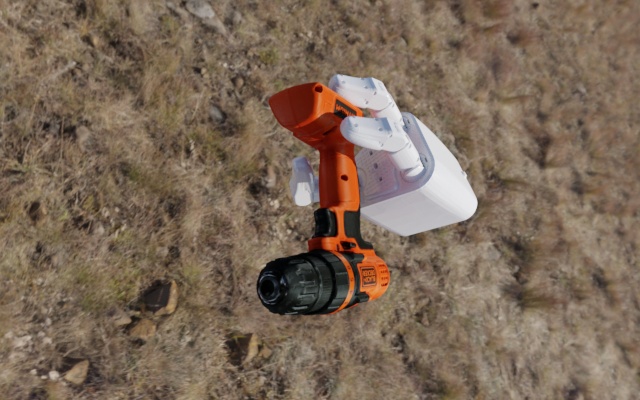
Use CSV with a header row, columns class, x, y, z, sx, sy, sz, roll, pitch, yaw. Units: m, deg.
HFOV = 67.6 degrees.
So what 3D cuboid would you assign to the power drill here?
class,x,y,z,sx,sy,sz,roll,pitch,yaw
power drill,0.000,0.001,0.409,0.057,0.187,0.184,-9,-10,25
